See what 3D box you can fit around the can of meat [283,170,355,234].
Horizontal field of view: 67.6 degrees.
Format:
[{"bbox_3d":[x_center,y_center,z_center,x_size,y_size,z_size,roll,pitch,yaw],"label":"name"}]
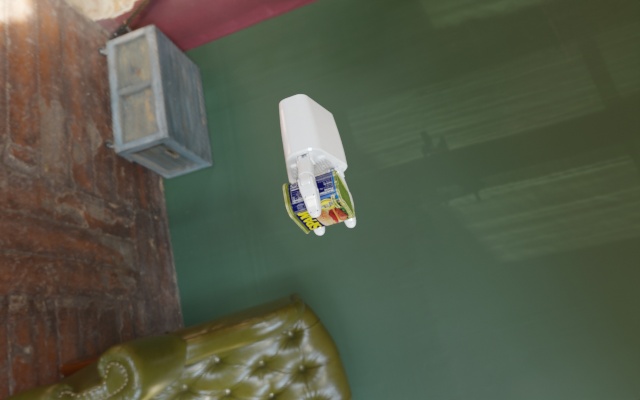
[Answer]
[{"bbox_3d":[0.000,0.002,0.740,0.084,0.057,0.102,-17,-29,11],"label":"can of meat"}]
